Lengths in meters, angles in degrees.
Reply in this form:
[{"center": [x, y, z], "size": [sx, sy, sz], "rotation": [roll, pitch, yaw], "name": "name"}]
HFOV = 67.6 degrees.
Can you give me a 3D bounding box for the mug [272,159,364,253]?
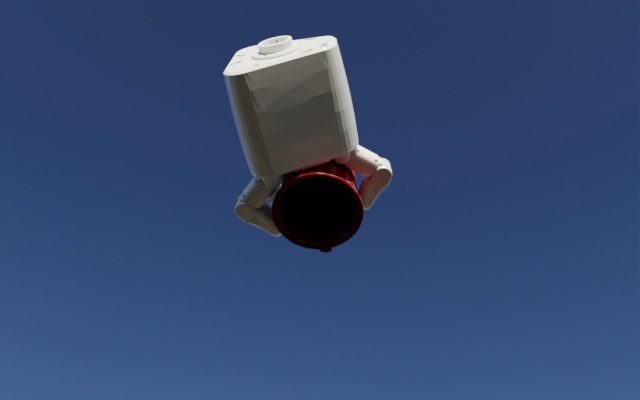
[{"center": [0.000, 0.003, 0.522], "size": [0.093, 0.117, 0.081], "rotation": [-8, 32, 7], "name": "mug"}]
